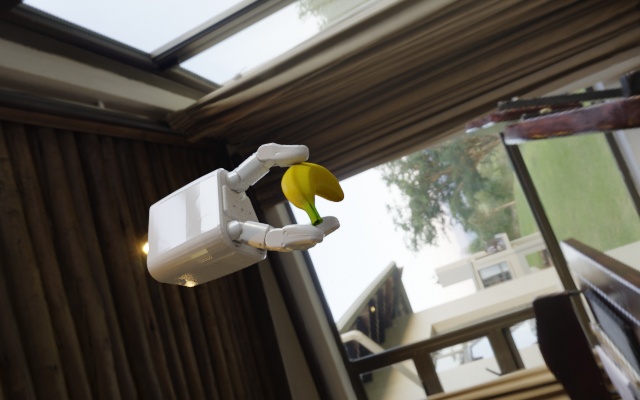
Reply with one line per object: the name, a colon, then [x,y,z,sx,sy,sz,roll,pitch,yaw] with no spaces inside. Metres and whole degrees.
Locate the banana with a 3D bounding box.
banana: [-0.009,-0.014,0.571,0.037,0.069,0.198,-26,3,14]
